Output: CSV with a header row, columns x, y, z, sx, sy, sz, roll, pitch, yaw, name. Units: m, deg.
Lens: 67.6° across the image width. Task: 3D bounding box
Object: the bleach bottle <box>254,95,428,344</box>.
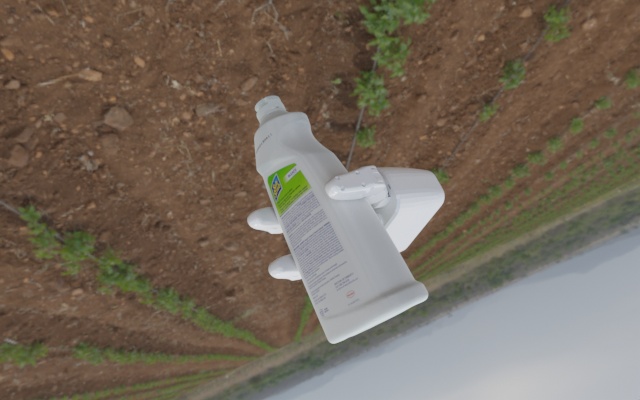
x,y,z,sx,sy,sz,roll,pitch,yaw,name
0.000,0.002,0.463,0.068,0.250,0.103,-6,-26,-47,bleach bottle
